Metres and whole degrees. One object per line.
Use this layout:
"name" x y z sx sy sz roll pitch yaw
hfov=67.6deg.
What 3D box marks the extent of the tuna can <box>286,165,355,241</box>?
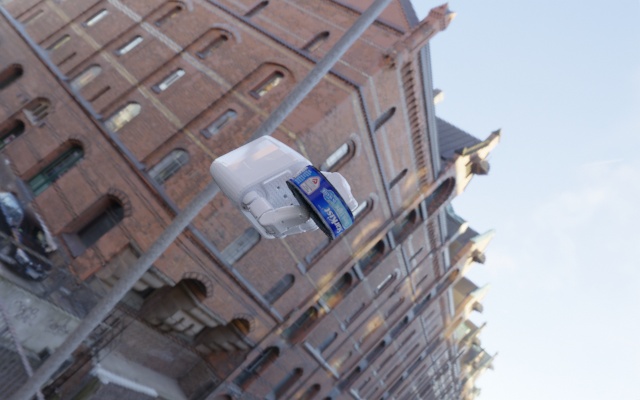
"tuna can" 0.001 0.001 0.541 0.034 0.086 0.086 -39 6 -8
